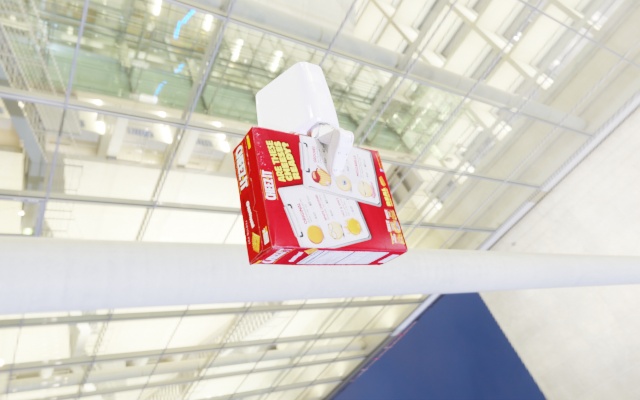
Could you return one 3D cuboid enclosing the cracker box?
[{"bbox_3d":[0.000,0.002,0.637,0.214,0.164,0.072,5,-30,-35],"label":"cracker box"}]
